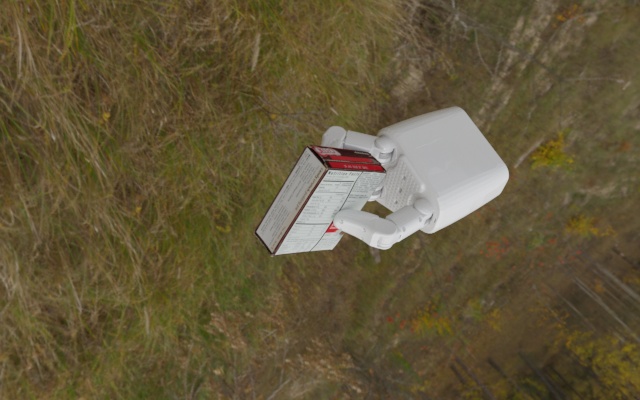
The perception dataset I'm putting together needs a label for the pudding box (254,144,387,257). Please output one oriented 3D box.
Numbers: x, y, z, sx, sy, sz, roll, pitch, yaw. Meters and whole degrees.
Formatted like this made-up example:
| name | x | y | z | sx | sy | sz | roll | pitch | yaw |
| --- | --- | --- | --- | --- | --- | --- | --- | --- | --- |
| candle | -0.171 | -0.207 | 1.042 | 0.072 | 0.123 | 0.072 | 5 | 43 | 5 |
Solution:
| name | x | y | z | sx | sy | sz | roll | pitch | yaw |
| --- | --- | --- | --- | --- | --- | --- | --- | --- | --- |
| pudding box | 0.000 | 0.002 | 0.464 | 0.090 | 0.113 | 0.039 | 1 | 39 | -47 |
